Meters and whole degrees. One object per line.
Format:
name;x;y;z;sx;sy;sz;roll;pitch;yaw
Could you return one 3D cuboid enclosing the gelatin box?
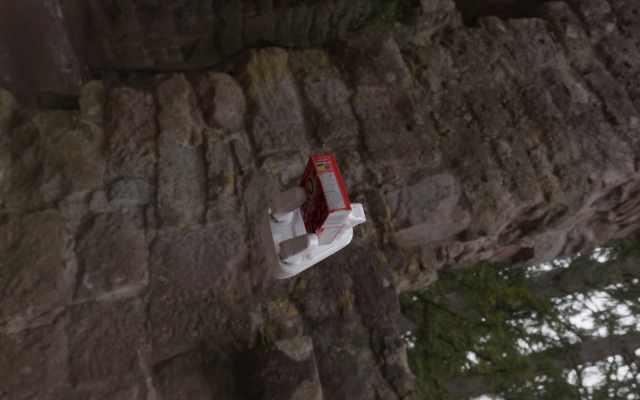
gelatin box;0.001;0.002;0.538;0.030;0.073;0.089;-7;-27;-20
